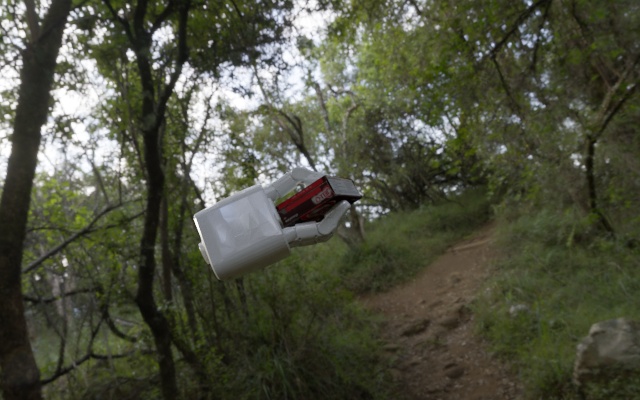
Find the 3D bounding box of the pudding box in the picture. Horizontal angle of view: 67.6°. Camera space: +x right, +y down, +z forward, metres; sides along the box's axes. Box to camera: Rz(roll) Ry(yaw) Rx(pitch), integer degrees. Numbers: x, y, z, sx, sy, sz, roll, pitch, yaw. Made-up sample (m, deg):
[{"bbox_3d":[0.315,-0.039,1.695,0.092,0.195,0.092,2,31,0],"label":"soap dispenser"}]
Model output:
[{"bbox_3d":[0.000,0.002,0.695,0.090,0.039,0.113,-31,-11,21],"label":"pudding box"}]
